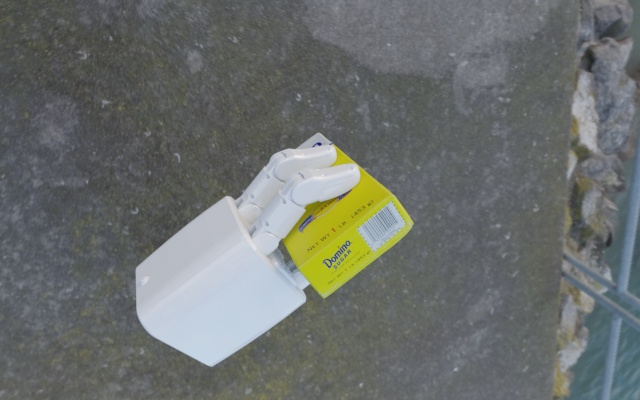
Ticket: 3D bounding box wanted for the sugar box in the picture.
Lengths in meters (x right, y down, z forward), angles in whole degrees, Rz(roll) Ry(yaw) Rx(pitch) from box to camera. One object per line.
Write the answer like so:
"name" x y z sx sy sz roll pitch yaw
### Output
"sugar box" 0.000 0.001 0.435 0.093 0.048 0.176 -38 33 -2
